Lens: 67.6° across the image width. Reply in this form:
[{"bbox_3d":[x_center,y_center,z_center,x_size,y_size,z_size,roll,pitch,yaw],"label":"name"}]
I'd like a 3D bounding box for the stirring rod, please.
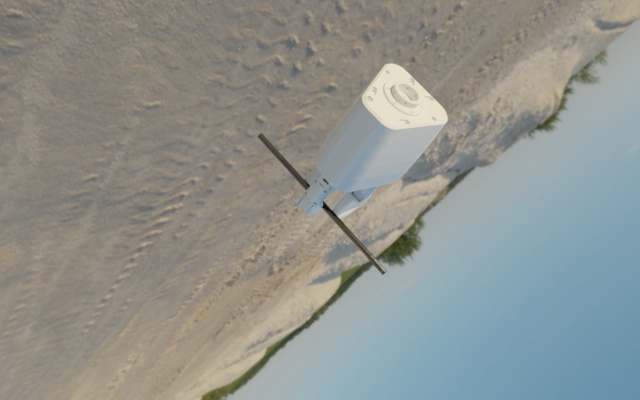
[{"bbox_3d":[0.000,0.002,0.610,0.011,0.239,0.011,-41,-9,-8],"label":"stirring rod"}]
